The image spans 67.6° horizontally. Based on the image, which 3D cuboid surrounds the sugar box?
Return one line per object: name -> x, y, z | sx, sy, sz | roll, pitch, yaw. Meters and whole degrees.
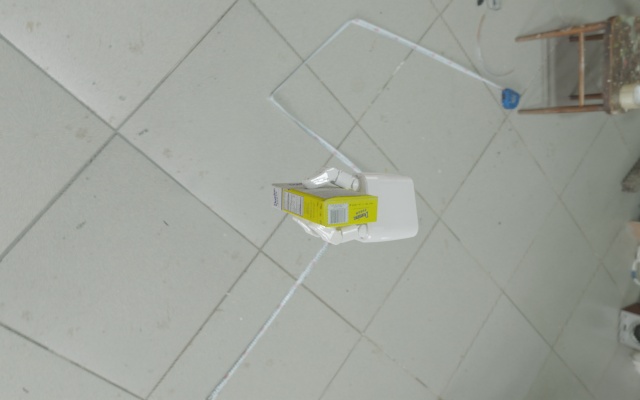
sugar box -> 0.000, 0.003, 0.748 | 0.093, 0.048, 0.176 | -3, 8, -30
